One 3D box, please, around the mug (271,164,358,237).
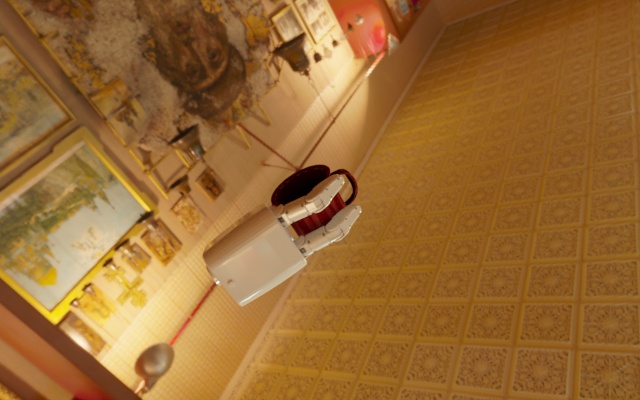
[{"bbox_3d":[0.001,0.002,0.674,0.117,0.081,0.093,-34,27,-5],"label":"mug"}]
